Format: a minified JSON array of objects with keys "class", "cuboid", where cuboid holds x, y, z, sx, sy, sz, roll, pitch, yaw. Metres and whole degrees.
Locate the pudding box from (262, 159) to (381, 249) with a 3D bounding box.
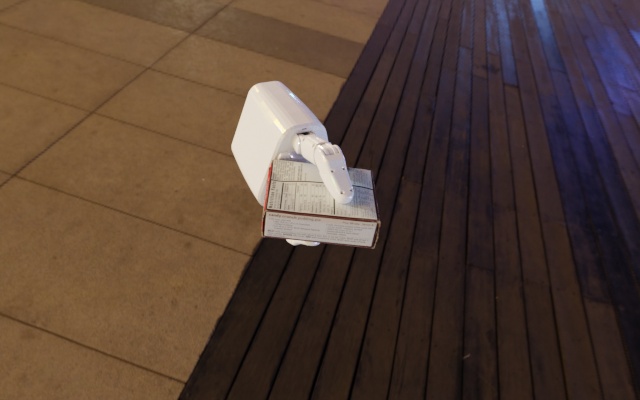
[{"class":"pudding box","cuboid":[0.000,0.001,0.485,0.113,0.039,0.090,5,38,-3]}]
